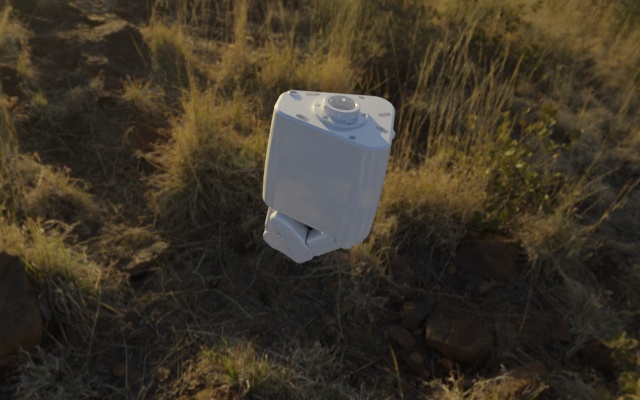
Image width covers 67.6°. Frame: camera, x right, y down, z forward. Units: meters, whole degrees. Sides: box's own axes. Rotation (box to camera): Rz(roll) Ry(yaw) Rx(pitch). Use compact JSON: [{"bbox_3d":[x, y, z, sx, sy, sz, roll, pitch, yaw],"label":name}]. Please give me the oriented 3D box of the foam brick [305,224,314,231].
[{"bbox_3d":[0.000,0.002,0.527,0.053,0.051,0.078,13,40,2],"label":"foam brick"}]
